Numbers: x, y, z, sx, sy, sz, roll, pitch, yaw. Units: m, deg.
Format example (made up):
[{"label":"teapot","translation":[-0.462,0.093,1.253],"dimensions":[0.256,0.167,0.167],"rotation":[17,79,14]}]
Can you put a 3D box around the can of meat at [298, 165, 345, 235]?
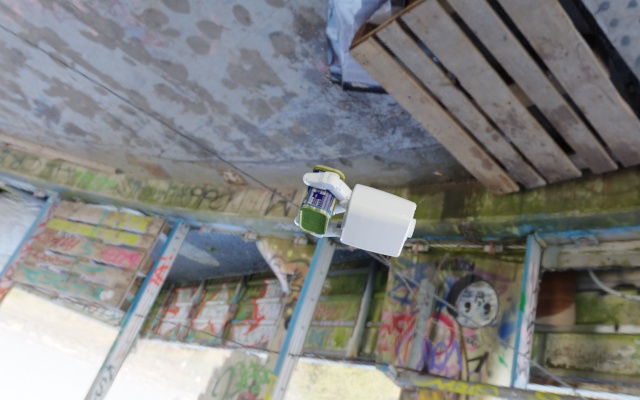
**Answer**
[{"label":"can of meat","translation":[0.000,0.003,0.827],"dimensions":[0.057,0.084,0.102],"rotation":[17,-27,5]}]
